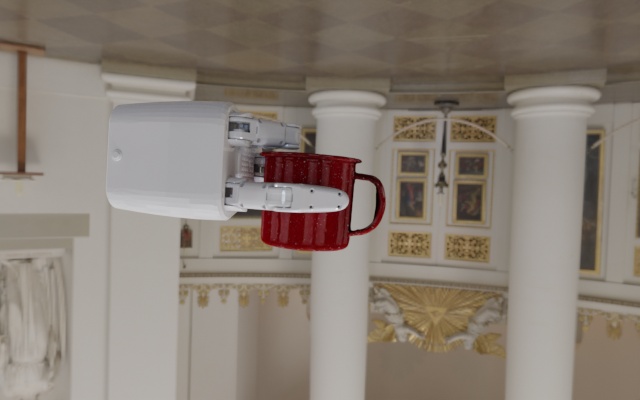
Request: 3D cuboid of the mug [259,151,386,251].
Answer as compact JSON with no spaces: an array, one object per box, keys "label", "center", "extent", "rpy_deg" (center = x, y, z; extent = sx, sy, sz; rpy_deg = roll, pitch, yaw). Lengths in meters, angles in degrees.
[{"label":"mug","center":[0.001,0.002,0.431],"extent":[0.117,0.081,0.093],"rpy_deg":[4,2,11]}]
